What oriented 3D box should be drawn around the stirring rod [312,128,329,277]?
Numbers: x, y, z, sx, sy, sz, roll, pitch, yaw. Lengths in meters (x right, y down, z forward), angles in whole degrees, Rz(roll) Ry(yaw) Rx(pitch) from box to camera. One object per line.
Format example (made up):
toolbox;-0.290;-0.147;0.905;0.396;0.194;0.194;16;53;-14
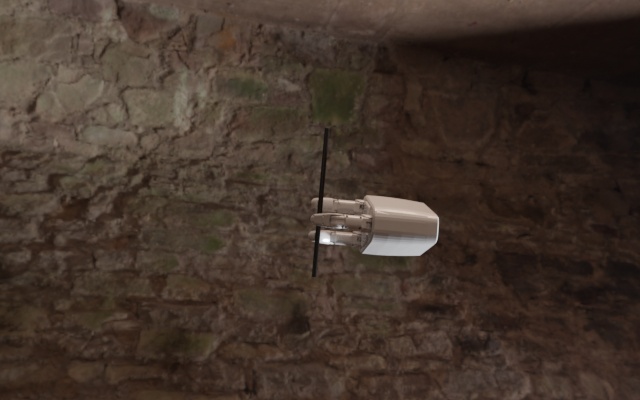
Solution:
stirring rod;0.000;0.002;0.770;0.011;0.239;0.011;5;-3;0
